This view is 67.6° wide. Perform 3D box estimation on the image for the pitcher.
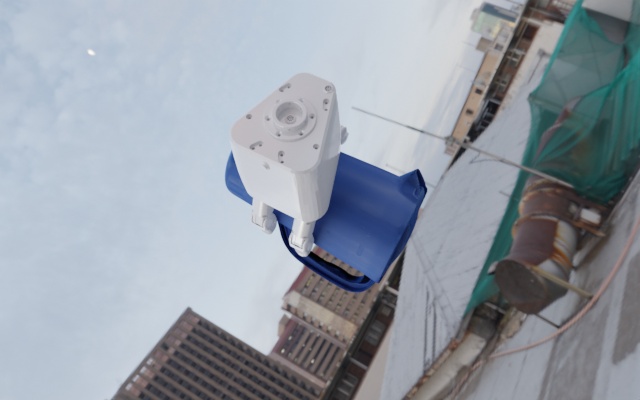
[{"bbox_3d":[0.000,0.002,0.616,0.243,0.149,0.145,27,-18,13],"label":"pitcher"}]
